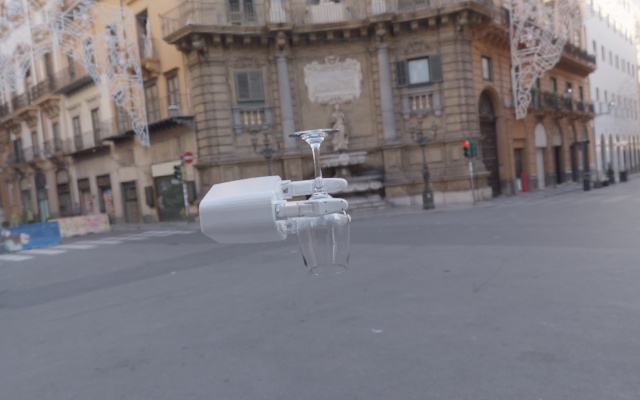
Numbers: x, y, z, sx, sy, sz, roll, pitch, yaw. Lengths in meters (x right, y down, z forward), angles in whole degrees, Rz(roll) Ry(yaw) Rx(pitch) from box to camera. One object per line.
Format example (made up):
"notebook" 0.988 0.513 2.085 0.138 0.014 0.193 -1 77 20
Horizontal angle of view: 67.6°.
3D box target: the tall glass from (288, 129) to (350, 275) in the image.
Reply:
"tall glass" 0.000 0.002 0.688 0.079 0.201 0.079 -6 2 0
